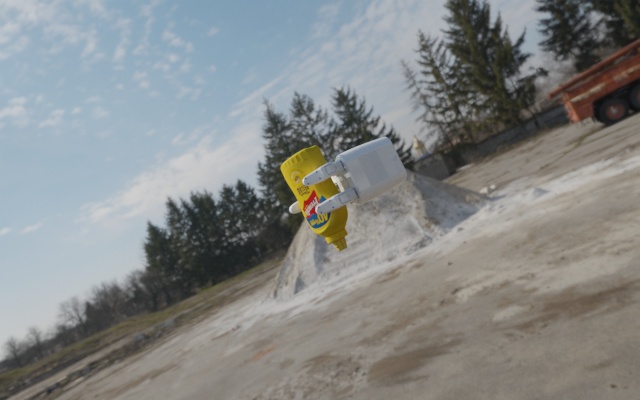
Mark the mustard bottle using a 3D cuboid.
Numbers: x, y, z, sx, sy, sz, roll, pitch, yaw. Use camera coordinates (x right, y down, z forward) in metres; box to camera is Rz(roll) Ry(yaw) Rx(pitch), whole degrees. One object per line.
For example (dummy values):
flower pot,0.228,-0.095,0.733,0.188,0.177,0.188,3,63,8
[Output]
mustard bottle,0.000,0.003,0.873,0.058,0.191,0.096,-24,-4,-41
